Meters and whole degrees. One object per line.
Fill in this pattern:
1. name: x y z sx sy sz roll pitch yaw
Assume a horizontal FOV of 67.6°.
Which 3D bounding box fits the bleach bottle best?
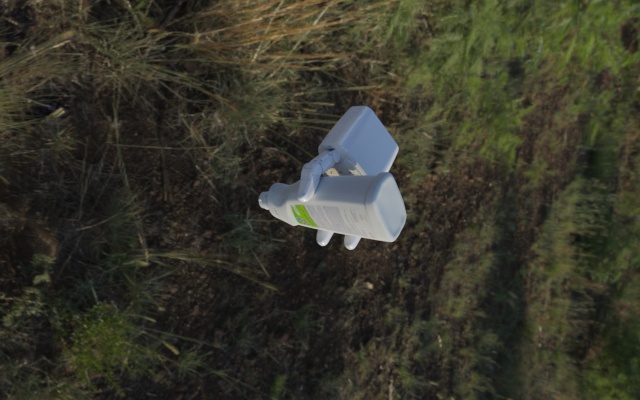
1. bleach bottle: 0.000 0.003 0.734 0.251 0.103 0.068 6 48 37
